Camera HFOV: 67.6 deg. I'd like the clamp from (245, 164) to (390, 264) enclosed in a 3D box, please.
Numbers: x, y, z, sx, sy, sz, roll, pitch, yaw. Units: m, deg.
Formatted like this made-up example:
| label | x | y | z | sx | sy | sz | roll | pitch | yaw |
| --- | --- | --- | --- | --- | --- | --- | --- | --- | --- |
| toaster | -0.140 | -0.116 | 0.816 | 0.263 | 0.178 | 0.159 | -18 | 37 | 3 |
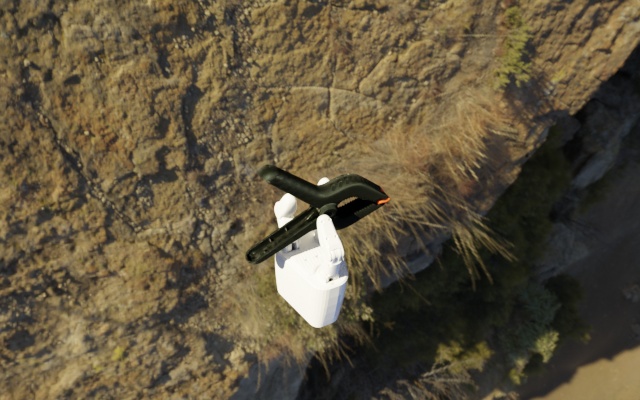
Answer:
| label | x | y | z | sx | sy | sz | roll | pitch | yaw |
| --- | --- | --- | --- | --- | --- | --- | --- | --- | --- |
| clamp | 0.001 | 0.003 | 0.632 | 0.210 | 0.165 | 0.036 | -15 | 50 | -21 |
